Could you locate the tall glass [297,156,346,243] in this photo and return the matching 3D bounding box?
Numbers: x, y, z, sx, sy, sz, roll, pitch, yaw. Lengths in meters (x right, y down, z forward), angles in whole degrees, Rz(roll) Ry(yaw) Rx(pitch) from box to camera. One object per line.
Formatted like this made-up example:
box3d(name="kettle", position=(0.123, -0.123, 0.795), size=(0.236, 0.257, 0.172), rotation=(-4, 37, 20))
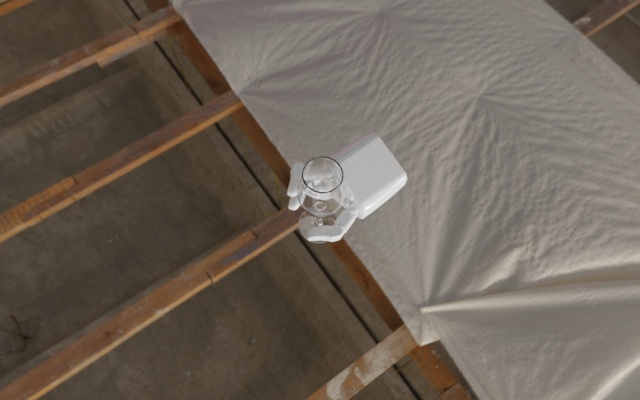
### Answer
box3d(name="tall glass", position=(0.000, 0.003, 0.796), size=(0.079, 0.079, 0.201), rotation=(0, -24, -2))
